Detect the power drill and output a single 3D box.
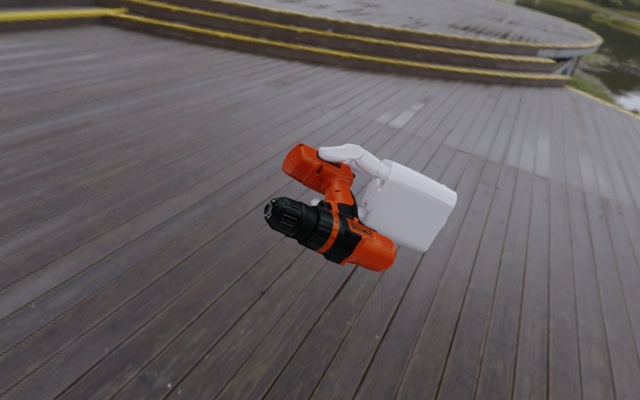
[{"bbox_3d":[0.000,0.002,0.623,0.184,0.057,0.187,26,28,-29],"label":"power drill"}]
